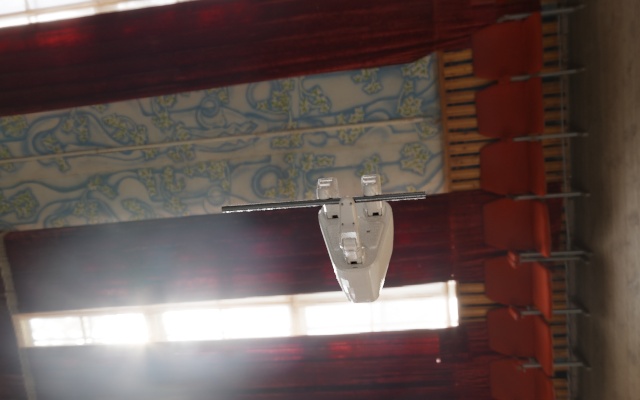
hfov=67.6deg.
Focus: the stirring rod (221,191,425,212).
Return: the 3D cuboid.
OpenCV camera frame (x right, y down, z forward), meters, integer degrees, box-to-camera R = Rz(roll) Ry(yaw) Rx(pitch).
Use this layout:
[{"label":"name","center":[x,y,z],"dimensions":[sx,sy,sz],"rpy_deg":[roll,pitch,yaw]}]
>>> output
[{"label":"stirring rod","center":[0.000,0.002,0.560],"dimensions":[0.239,0.011,0.011],"rpy_deg":[-4,-1,9]}]
